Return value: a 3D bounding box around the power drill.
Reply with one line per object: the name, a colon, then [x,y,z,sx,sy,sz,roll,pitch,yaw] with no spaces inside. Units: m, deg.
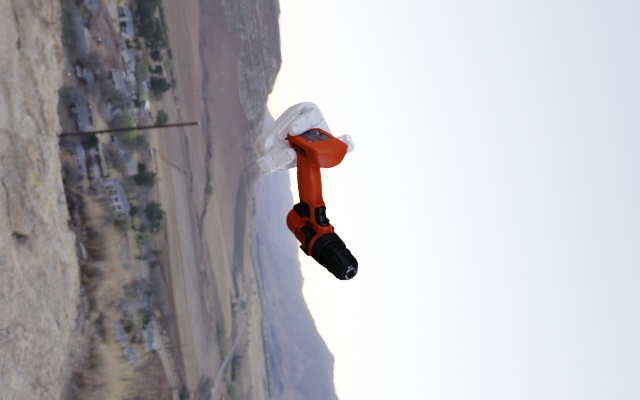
power drill: [0.000,0.002,0.683,0.057,0.188,0.184,-12,29,-26]
